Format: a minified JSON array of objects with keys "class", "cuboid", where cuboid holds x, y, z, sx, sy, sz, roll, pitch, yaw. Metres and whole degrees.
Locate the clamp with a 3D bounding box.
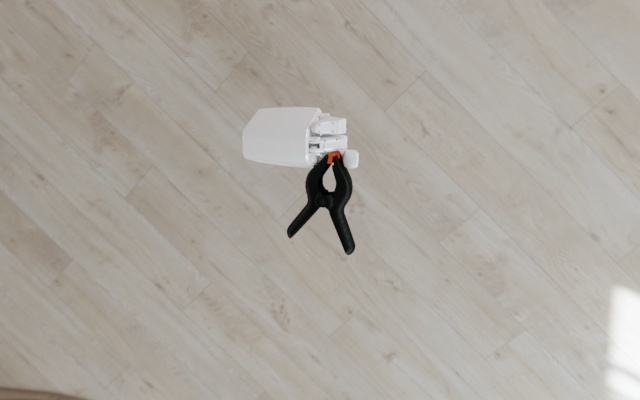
[{"class":"clamp","cuboid":[0.000,0.003,0.783,0.120,0.171,0.039,4,14,14]}]
